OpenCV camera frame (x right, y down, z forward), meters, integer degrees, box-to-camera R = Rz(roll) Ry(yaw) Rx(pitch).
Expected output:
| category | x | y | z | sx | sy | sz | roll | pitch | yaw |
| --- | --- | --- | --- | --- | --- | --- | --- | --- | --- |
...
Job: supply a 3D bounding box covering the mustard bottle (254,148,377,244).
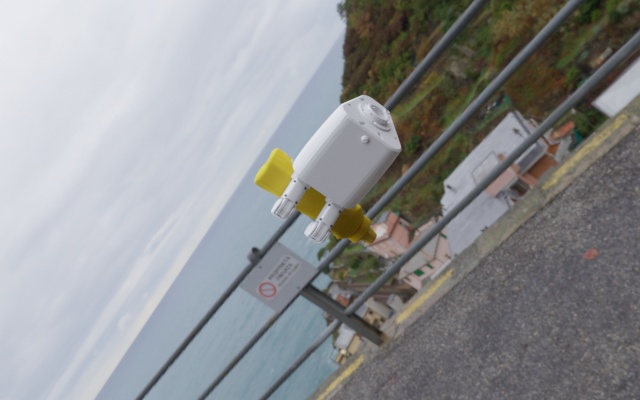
| category | x | y | z | sx | sy | sz | roll | pitch | yaw |
| --- | --- | --- | --- | --- | --- | --- | --- | --- | --- |
| mustard bottle | 0.000 | 0.002 | 0.678 | 0.191 | 0.058 | 0.096 | 34 | 7 | -10 |
